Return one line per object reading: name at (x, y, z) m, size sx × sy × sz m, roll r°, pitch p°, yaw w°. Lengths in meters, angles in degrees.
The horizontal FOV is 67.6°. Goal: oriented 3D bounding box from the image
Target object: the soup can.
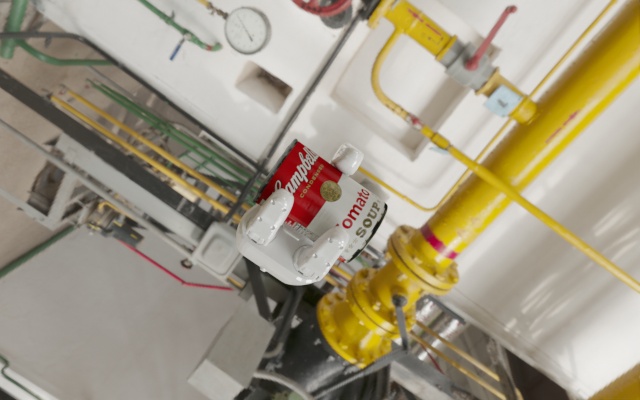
soup can at (0.000, 0.001, 0.427) m, size 0.102 × 0.068 × 0.068 m, roll 35°, pitch -3°, yaw -4°
